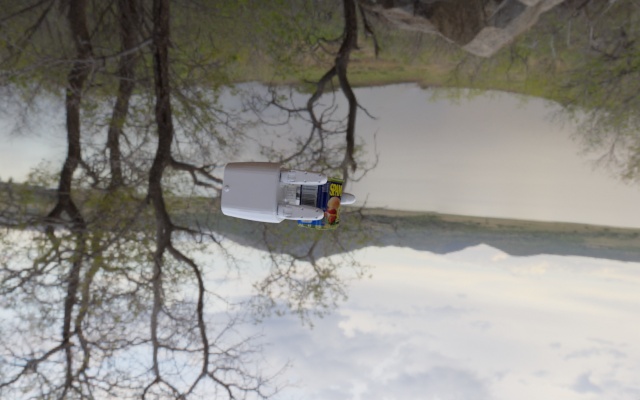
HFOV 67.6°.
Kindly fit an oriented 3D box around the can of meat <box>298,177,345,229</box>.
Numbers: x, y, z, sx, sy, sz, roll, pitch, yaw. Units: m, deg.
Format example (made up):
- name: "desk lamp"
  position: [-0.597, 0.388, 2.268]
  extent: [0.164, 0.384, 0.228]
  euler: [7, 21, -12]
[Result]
- name: "can of meat"
  position: [0.000, 0.003, 0.793]
  extent: [0.057, 0.084, 0.102]
  euler: [5, 1, 18]
